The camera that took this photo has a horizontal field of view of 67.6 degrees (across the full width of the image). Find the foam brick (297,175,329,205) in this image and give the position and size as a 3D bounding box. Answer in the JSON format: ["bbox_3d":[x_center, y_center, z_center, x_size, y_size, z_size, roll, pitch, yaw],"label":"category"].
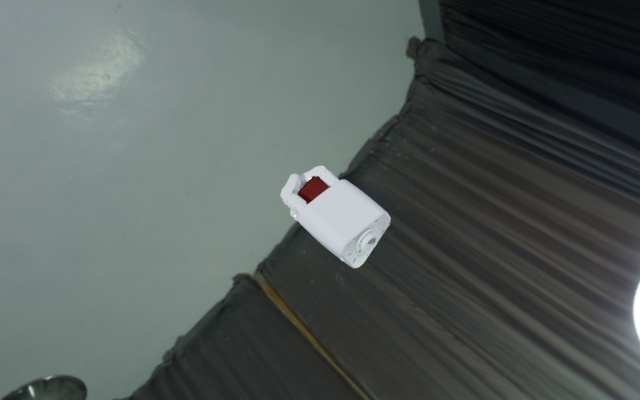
[{"bbox_3d":[0.000,0.003,0.868,0.051,0.053,0.078,39,-5,35],"label":"foam brick"}]
